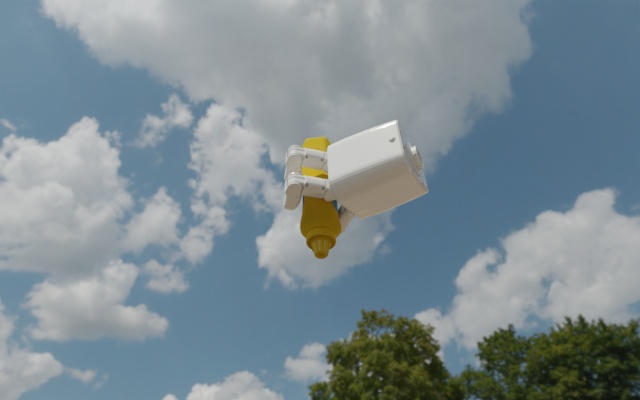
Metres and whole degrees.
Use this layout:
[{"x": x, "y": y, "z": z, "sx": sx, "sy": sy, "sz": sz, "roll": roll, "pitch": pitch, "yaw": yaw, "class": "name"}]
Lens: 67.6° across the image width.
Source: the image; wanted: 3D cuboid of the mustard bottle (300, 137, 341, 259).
[{"x": 0.000, "y": 0.002, "z": 0.698, "sx": 0.058, "sy": 0.191, "sz": 0.096, "roll": -4, "pitch": -42, "yaw": 3, "class": "mustard bottle"}]
